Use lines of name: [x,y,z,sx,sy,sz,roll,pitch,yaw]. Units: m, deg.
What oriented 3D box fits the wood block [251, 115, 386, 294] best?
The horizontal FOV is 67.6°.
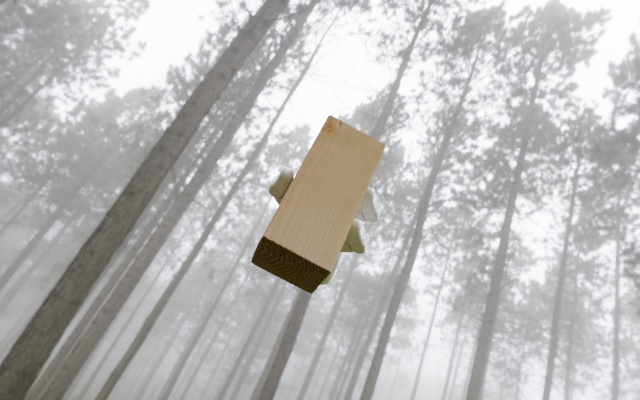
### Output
wood block: [0.000,0.002,0.626,0.091,0.206,0.090,27,-32,-2]
